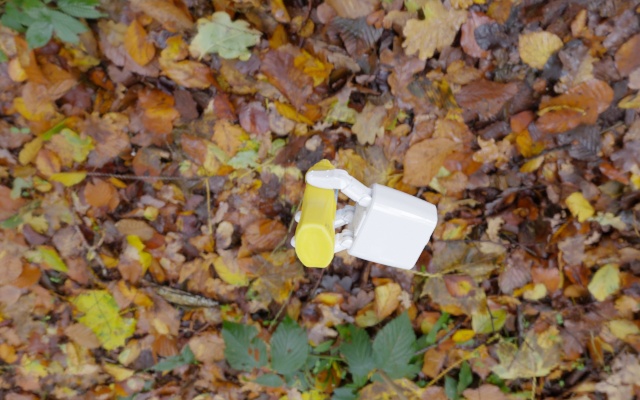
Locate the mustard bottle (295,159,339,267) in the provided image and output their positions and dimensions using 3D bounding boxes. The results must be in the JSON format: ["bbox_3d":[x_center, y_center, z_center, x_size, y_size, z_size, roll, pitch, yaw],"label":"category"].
[{"bbox_3d":[0.000,0.003,0.743,0.058,0.096,0.191,1,44,7],"label":"mustard bottle"}]
